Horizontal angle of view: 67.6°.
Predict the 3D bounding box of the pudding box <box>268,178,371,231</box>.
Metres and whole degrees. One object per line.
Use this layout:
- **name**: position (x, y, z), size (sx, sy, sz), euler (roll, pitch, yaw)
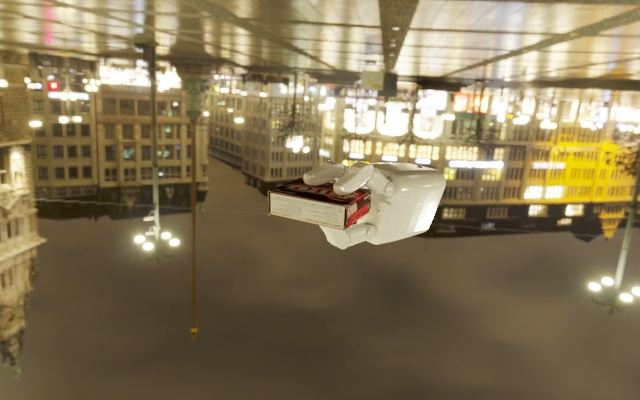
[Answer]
- **pudding box**: position (0.000, 0.002, 0.633), size (0.113, 0.039, 0.090), euler (8, 16, 24)
